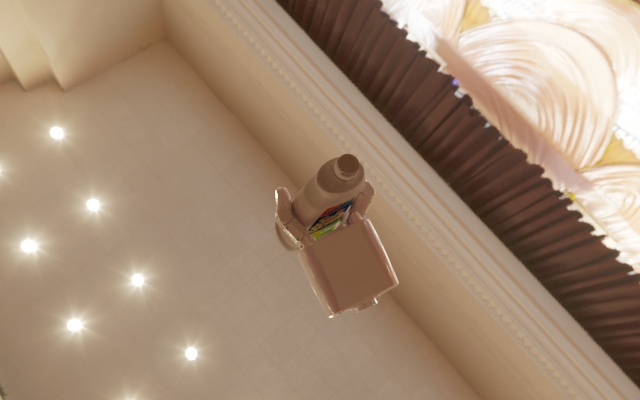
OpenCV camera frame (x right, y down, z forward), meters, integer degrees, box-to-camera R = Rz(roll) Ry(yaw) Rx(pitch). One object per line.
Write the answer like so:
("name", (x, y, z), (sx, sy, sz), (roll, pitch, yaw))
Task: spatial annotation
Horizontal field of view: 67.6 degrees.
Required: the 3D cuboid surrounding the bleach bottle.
("bleach bottle", (0.000, 0.002, 0.708), (0.102, 0.068, 0.251), (-21, -15, -20))
